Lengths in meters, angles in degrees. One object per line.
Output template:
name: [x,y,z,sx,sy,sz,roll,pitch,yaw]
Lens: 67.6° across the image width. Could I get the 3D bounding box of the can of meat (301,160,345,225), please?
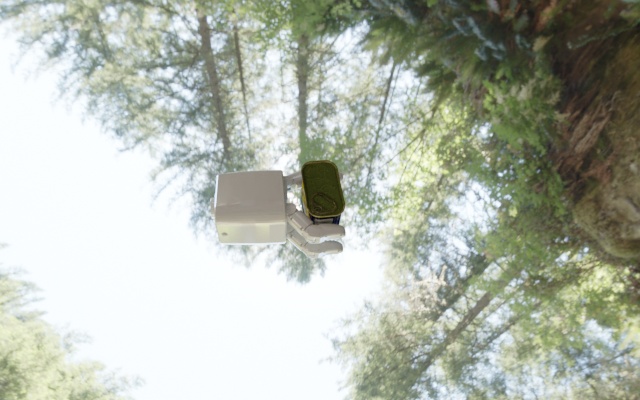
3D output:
can of meat: [0.000,0.003,0.750,0.057,0.102,0.084,-5,-32,-9]
